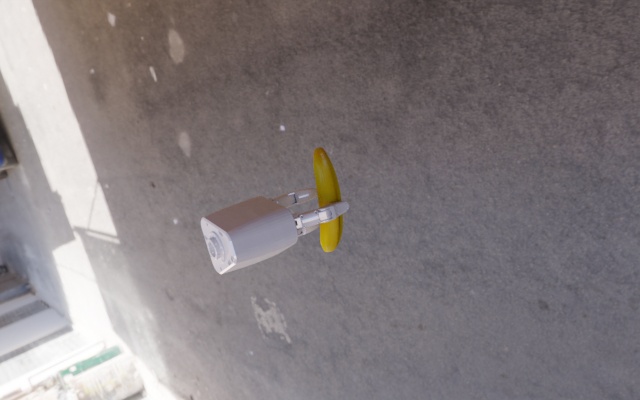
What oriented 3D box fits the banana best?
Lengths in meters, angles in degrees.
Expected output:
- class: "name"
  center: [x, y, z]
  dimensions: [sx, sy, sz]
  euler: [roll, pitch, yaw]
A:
- class: "banana"
  center: [0.010, 0.013, 0.790]
  dimensions: [0.037, 0.198, 0.069]
  euler: [-18, 33, -27]
